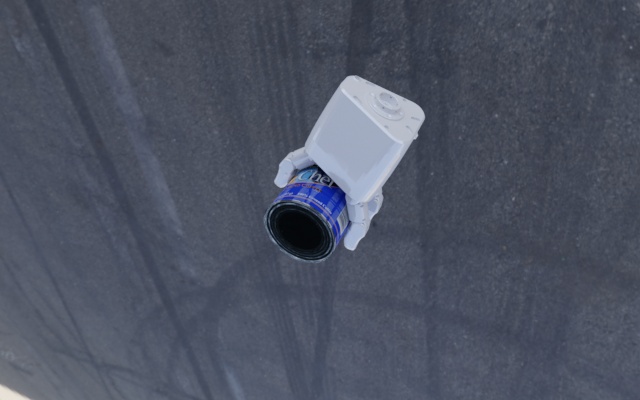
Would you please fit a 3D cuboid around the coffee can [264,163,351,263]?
[{"bbox_3d":[0.000,0.002,0.662,0.103,0.103,0.140,0,35,29],"label":"coffee can"}]
